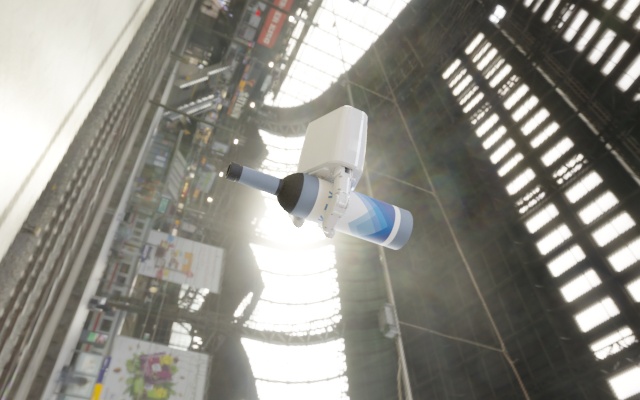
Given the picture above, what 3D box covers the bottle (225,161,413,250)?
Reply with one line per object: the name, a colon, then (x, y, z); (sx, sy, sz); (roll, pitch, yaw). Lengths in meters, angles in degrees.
bottle: (0.000, 0.003, 0.728); (0.296, 0.069, 0.069); (19, -7, -19)
